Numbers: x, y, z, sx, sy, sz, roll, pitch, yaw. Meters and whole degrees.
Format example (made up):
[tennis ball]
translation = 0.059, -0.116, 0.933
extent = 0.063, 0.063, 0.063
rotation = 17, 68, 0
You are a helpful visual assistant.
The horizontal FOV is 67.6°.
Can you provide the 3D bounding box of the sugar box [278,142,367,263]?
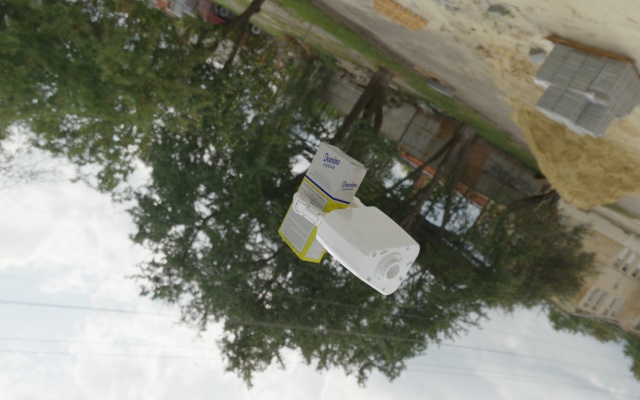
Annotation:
[sugar box]
translation = 0.001, 0.003, 0.783
extent = 0.048, 0.176, 0.093
rotation = 18, 16, -41
